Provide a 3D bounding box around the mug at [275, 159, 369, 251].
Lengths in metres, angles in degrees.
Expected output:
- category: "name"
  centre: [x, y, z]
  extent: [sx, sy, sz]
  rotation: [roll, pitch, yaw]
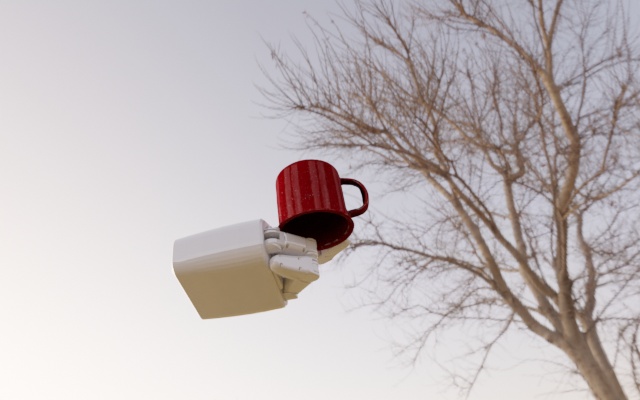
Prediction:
- category: "mug"
  centre: [0.001, 0.001, 0.578]
  extent: [0.117, 0.081, 0.093]
  rotation: [-12, -35, 4]
